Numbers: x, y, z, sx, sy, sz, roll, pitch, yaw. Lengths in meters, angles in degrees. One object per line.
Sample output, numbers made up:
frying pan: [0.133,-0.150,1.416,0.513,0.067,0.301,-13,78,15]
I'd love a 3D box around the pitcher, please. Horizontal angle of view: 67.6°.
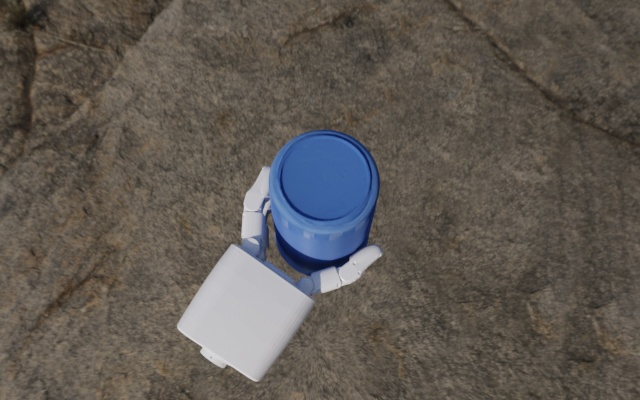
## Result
pitcher: [0.000,0.002,0.569,0.149,0.145,0.243,34,-14,9]
